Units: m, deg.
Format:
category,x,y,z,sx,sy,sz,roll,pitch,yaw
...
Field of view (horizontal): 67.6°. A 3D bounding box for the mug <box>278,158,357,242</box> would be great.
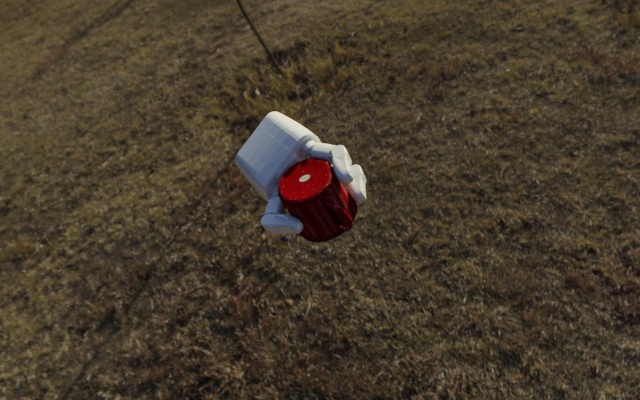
category,x,y,z,sx,sy,sz,roll,pitch,yaw
mug,0.001,0.003,0.642,0.117,0.093,0.081,39,-13,44
